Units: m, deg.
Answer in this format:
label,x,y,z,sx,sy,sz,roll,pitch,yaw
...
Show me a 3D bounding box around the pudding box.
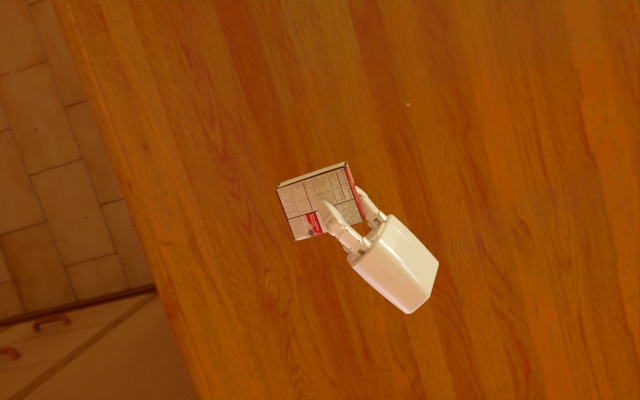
label,x,y,z,sx,sy,sz,roll,pitch,yaw
pudding box,0.000,0.002,0.706,0.113,0.090,0.039,-17,11,12
